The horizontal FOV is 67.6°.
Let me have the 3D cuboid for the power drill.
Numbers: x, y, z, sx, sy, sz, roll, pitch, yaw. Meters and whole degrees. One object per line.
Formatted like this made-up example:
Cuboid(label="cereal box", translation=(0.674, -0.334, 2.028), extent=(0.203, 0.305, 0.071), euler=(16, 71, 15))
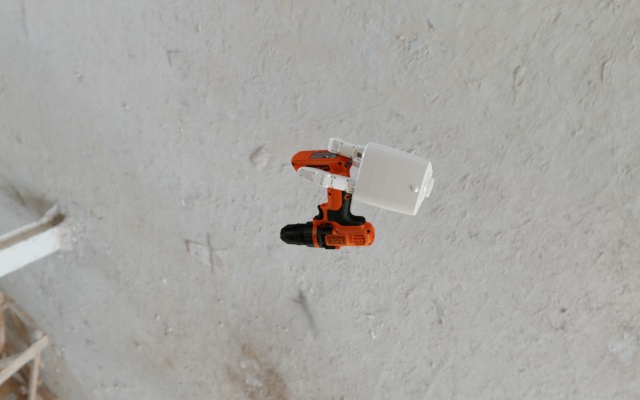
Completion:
Cuboid(label="power drill", translation=(0.000, 0.002, 0.868), extent=(0.184, 0.188, 0.057), euler=(-2, 28, 16))
